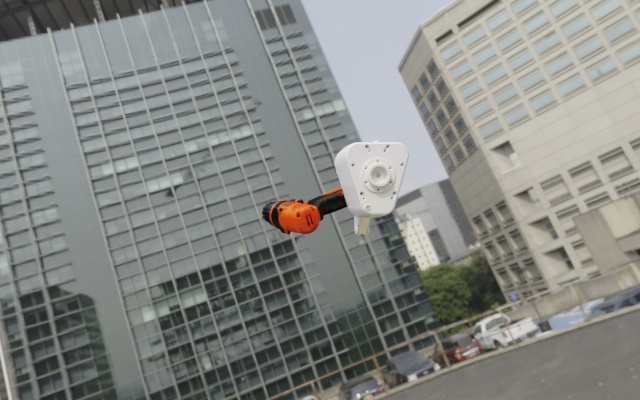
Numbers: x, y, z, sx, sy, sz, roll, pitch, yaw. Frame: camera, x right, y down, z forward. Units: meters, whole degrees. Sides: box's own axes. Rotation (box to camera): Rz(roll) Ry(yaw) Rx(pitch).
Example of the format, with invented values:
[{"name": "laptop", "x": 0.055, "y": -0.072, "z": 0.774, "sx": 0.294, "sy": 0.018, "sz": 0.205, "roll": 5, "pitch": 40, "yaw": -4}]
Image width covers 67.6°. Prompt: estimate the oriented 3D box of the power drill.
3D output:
[{"name": "power drill", "x": 0.001, "y": 0.003, "z": 0.846, "sx": 0.187, "sy": 0.057, "sz": 0.184, "roll": -25, "pitch": 15, "yaw": -22}]
